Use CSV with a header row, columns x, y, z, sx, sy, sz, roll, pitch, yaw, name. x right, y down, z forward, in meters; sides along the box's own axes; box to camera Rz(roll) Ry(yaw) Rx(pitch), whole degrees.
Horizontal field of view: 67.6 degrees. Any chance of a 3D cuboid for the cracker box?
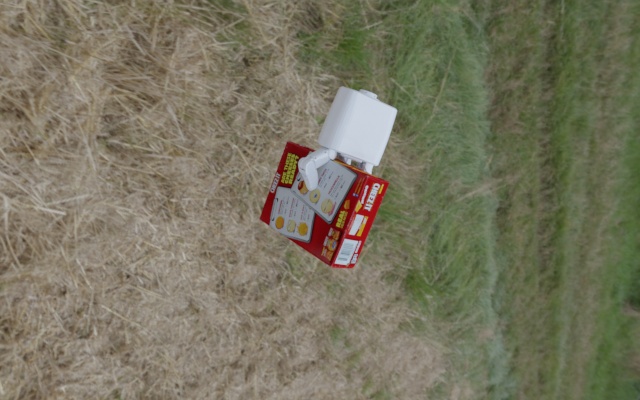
x,y,z,sx,sy,sz,roll,pitch,yaw,name
0.000,0.003,0.857,0.072,0.164,0.213,13,11,-46,cracker box
